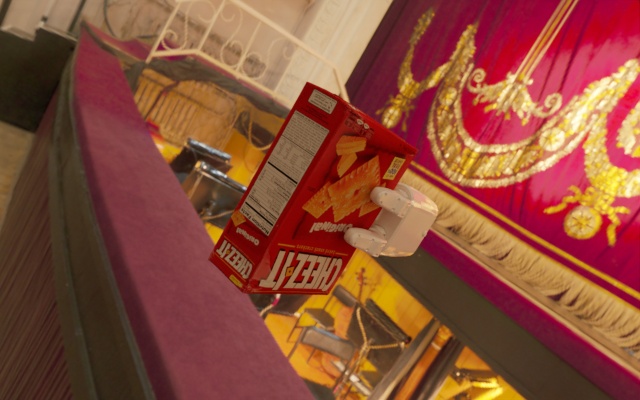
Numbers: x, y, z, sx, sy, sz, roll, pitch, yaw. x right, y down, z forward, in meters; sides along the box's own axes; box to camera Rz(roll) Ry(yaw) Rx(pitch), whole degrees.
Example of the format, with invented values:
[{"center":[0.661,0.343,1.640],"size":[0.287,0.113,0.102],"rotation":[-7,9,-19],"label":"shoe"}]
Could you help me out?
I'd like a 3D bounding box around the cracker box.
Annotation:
[{"center":[0.000,0.002,0.531],"size":[0.072,0.214,0.164],"rotation":[36,11,34],"label":"cracker box"}]
